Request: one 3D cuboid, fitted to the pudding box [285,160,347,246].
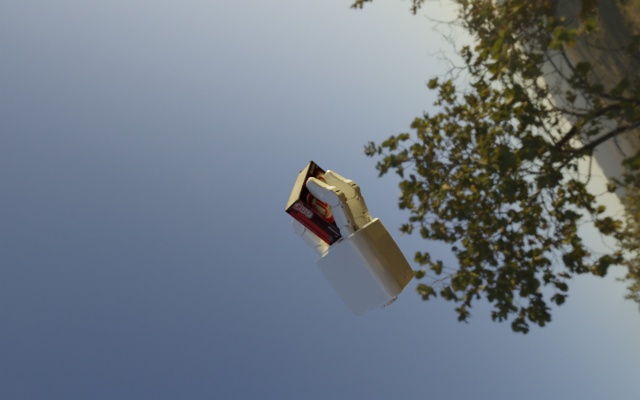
[{"bbox_3d":[0.000,0.003,0.726,0.039,0.090,0.113,-41,19,28],"label":"pudding box"}]
